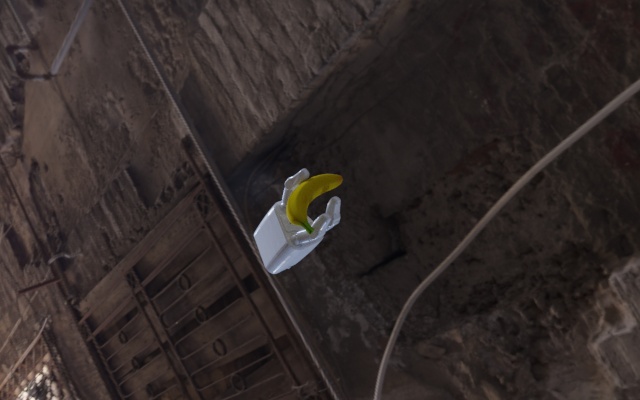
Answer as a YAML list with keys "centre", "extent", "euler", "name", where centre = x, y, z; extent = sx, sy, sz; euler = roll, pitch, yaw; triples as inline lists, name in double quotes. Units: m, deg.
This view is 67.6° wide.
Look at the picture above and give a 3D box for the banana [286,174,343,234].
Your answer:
- centre: [-0.017, -0.005, 0.881]
  extent: [0.069, 0.037, 0.197]
  euler: [32, 38, -1]
  name: "banana"
